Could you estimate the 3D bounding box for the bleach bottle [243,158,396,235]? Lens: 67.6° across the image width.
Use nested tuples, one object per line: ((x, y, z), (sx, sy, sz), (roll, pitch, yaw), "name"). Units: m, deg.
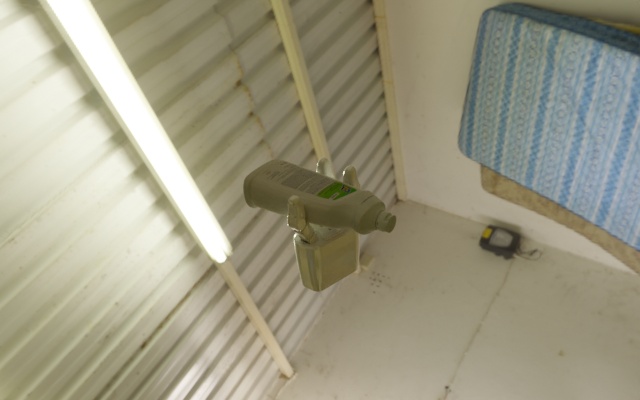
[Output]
((0.000, 0.002, 0.766), (0.251, 0.068, 0.102), (20, 41, 32), "bleach bottle")
